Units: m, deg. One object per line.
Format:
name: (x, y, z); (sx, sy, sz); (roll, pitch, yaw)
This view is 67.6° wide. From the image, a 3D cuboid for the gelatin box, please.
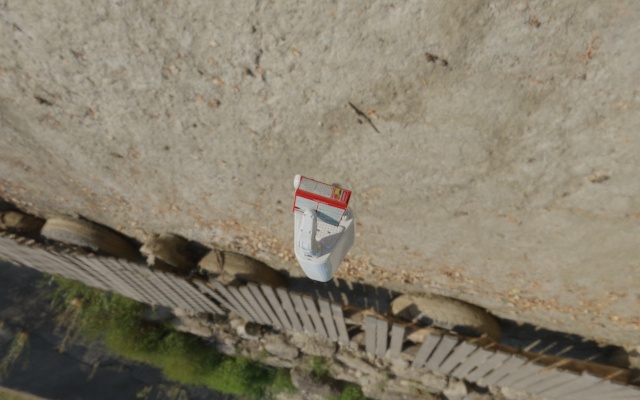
gelatin box: (0.000, 0.003, 0.679); (0.073, 0.030, 0.089); (17, -20, 0)
